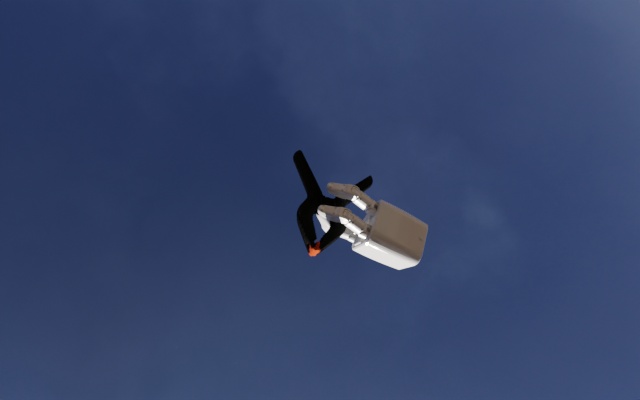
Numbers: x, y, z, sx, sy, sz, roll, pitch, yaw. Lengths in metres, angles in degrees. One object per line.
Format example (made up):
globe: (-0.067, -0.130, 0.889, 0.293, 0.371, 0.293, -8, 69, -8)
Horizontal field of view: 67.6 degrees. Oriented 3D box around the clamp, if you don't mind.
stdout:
clamp: (0.000, 0.004, 0.890, 0.164, 0.209, 0.036, 24, -35, -4)
